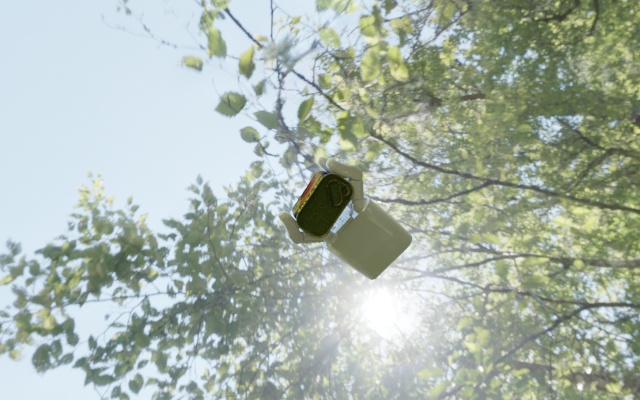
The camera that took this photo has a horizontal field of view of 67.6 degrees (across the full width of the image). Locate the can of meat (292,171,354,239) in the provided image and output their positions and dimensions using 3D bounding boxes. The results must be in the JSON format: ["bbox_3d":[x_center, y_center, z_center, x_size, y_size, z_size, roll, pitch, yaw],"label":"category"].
[{"bbox_3d":[0.000,0.003,0.769,0.057,0.102,0.084,34,1,-13],"label":"can of meat"}]
